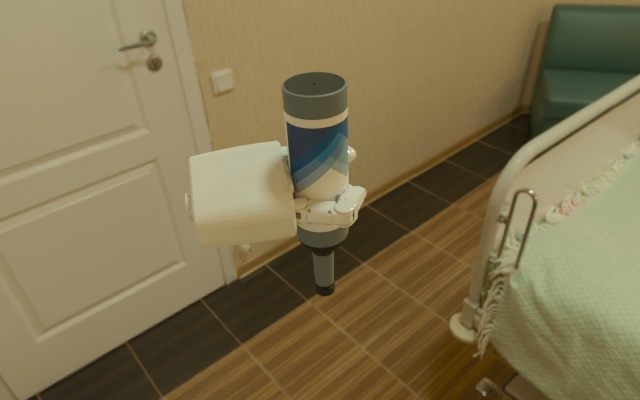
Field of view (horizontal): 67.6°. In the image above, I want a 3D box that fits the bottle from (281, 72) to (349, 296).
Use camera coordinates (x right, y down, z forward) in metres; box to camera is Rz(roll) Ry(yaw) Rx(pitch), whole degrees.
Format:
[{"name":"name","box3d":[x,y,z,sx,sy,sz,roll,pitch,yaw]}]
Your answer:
[{"name":"bottle","box3d":[0.000,0.002,0.565,0.069,0.296,0.069,-2,36,1]}]
